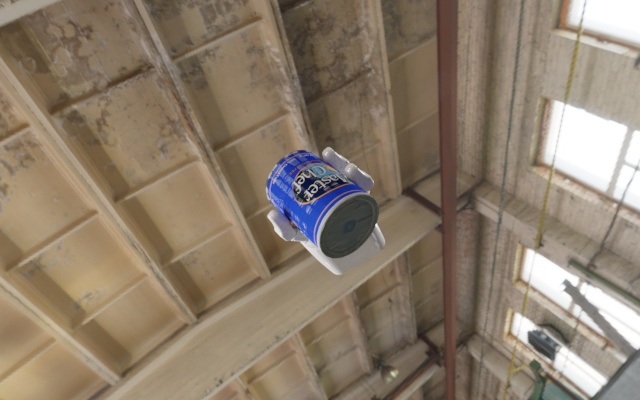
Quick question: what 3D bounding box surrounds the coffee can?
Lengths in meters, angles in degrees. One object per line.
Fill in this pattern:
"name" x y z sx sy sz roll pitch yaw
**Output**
"coffee can" 0.000 0.002 0.689 0.103 0.103 0.140 0 30 -42
